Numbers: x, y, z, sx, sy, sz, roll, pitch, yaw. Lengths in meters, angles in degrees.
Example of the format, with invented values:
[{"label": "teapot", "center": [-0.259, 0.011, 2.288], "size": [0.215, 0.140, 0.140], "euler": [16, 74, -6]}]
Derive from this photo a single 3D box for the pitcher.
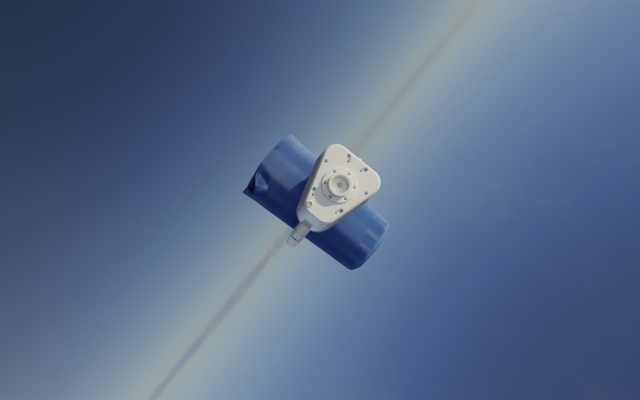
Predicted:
[{"label": "pitcher", "center": [0.000, 0.003, 0.842], "size": [0.243, 0.149, 0.145], "euler": [39, -12, 0]}]
